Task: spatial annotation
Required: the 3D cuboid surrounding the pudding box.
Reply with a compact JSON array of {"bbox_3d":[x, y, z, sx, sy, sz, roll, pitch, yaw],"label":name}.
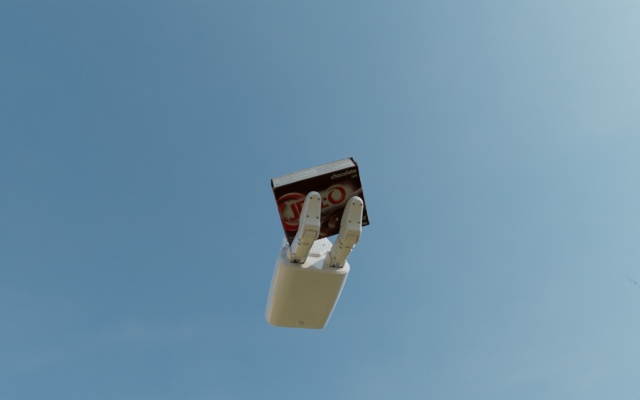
[{"bbox_3d":[0.000,0.002,0.620,0.113,0.090,0.039,-17,29,-5],"label":"pudding box"}]
